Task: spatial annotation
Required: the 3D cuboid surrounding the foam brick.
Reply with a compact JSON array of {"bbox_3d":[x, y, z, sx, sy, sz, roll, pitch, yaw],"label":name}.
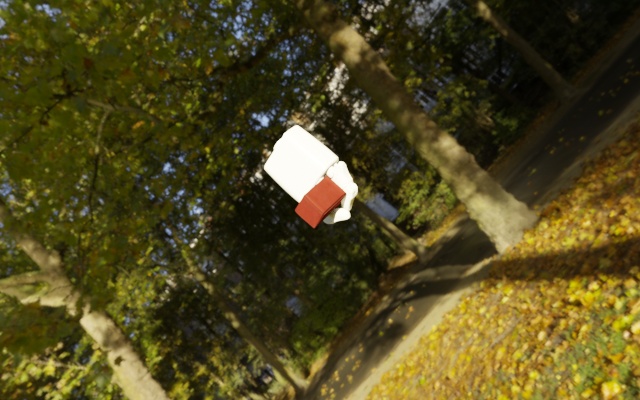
[{"bbox_3d":[0.000,0.003,0.884,0.078,0.051,0.053,-42,-9,-41],"label":"foam brick"}]
